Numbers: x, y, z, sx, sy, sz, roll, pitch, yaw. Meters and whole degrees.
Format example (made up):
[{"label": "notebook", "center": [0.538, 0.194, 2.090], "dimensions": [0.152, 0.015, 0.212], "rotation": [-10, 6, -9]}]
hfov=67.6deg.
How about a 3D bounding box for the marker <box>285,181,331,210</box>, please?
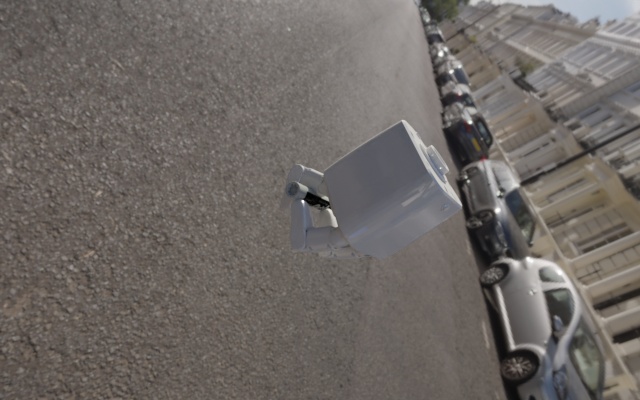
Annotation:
[{"label": "marker", "center": [0.000, 0.002, 0.568], "dimensions": [0.020, 0.020, 0.121], "rotation": [0, -14, 32]}]
